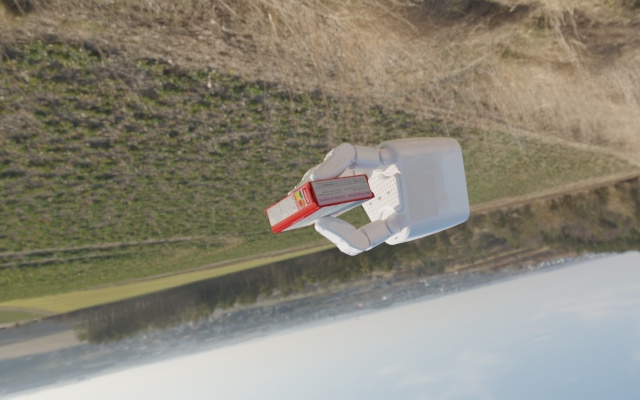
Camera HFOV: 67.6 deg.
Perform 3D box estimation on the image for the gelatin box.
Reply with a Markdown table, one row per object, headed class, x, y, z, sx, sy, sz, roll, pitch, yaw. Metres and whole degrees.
| class | x | y | z | sx | sy | sz | roll | pitch | yaw |
| --- | --- | --- | --- | --- | --- | --- | --- | --- | --- |
| gelatin box | 0.000 | 0.002 | 0.491 | 0.089 | 0.030 | 0.073 | -11 | -13 | -46 |
